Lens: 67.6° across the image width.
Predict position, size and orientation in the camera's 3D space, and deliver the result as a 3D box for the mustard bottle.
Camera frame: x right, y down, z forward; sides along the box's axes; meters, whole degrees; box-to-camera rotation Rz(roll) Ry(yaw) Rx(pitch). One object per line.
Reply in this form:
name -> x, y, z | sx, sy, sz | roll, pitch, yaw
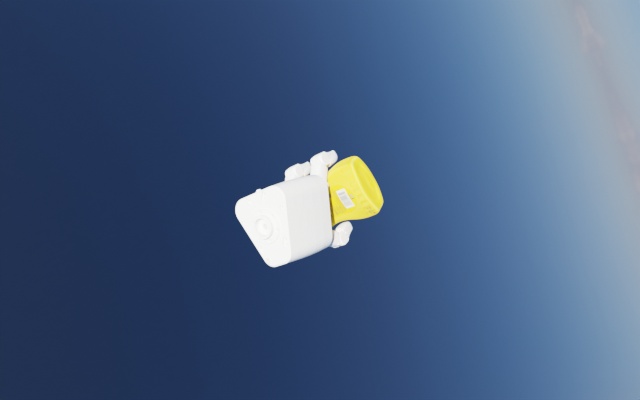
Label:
mustard bottle -> 0.000, 0.002, 0.786 | 0.192, 0.096, 0.058 | -21, 21, 33
